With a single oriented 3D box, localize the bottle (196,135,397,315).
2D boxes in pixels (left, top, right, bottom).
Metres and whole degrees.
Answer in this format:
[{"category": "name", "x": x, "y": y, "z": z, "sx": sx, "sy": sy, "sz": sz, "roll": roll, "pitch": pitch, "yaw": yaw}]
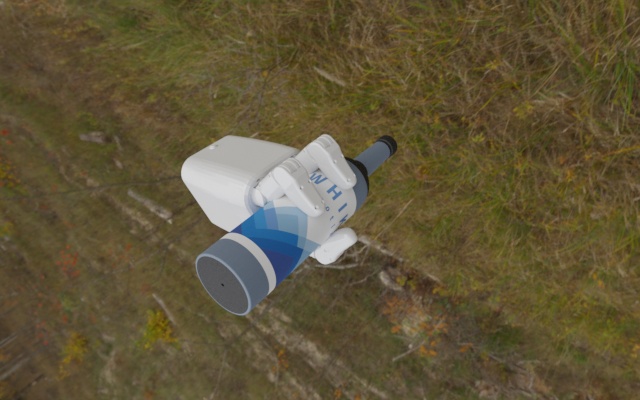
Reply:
[{"category": "bottle", "x": 0.000, "y": 0.002, "z": 0.510, "sx": 0.069, "sy": 0.069, "sz": 0.295, "roll": 0, "pitch": 29, "yaw": 42}]
